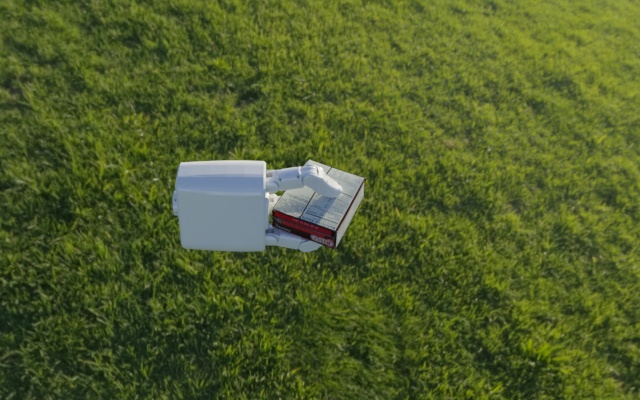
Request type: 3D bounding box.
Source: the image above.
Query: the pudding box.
[{"bbox_3d":[0.000,0.002,0.627,0.090,0.039,0.113,20,49,14],"label":"pudding box"}]
